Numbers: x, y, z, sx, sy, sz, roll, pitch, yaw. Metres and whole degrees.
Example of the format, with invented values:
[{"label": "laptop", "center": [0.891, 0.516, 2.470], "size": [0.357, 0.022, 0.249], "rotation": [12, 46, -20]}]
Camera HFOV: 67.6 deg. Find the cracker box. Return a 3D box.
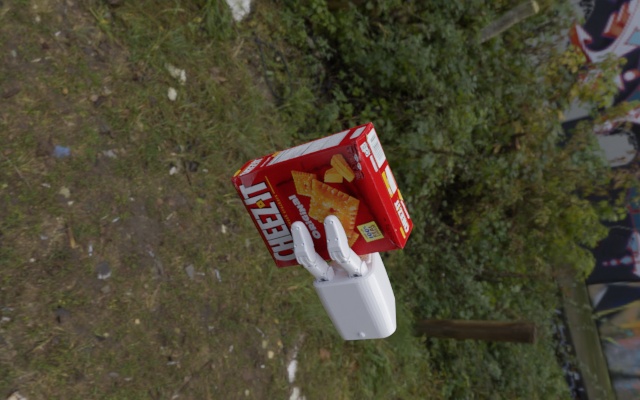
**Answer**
[{"label": "cracker box", "center": [0.000, 0.002, 0.679], "size": [0.214, 0.164, 0.072], "rotation": [-13, 22, 30]}]
